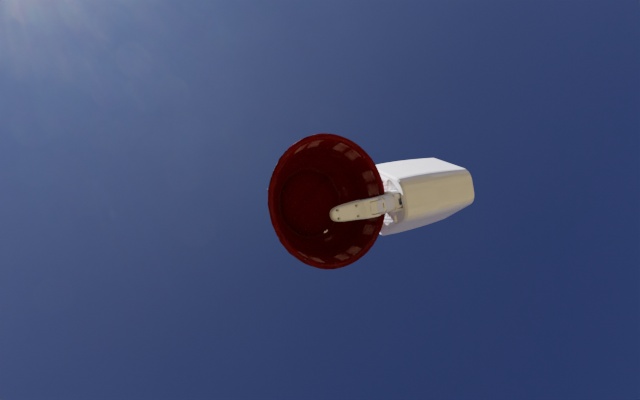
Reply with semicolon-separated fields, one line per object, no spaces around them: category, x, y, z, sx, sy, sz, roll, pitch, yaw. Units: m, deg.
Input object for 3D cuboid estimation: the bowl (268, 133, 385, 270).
bowl;-0.001;0.002;0.588;0.162;0.162;0.055;0;-3;-30
